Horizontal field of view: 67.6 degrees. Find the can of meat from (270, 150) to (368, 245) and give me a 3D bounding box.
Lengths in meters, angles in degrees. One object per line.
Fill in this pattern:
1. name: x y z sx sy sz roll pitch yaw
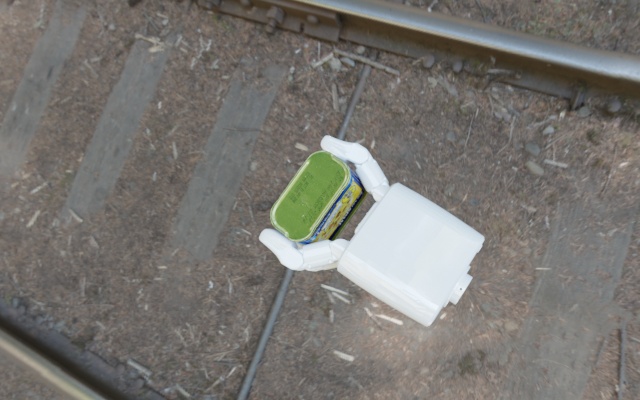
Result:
1. can of meat: 0.000 0.002 0.519 0.057 0.102 0.084 36 2 19
